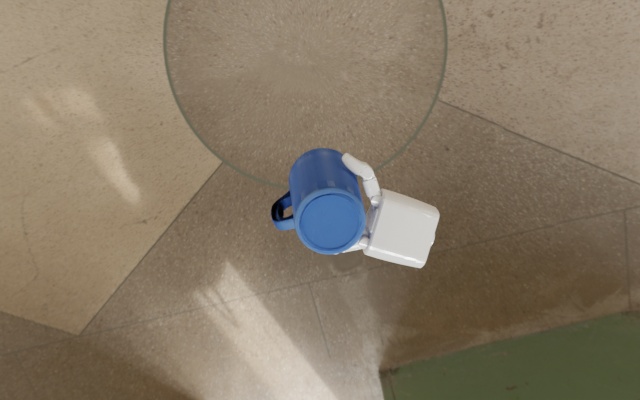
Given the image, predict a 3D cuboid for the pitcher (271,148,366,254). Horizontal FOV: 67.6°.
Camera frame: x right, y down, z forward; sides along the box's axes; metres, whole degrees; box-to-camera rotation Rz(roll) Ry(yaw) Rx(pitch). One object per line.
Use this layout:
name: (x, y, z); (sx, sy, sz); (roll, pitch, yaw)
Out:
pitcher: (0.000, 0.003, 0.818); (0.145, 0.149, 0.242); (19, 16, -8)
